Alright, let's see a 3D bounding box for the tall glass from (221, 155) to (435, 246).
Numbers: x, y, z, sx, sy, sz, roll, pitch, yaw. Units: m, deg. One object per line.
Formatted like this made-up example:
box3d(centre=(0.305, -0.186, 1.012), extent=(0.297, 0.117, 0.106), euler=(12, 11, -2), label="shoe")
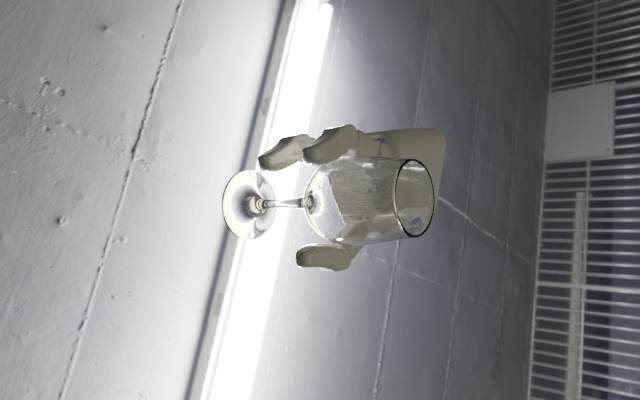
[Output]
box3d(centre=(-0.001, 0.002, 0.437), extent=(0.201, 0.079, 0.079), euler=(-2, -2, 42), label="tall glass")
